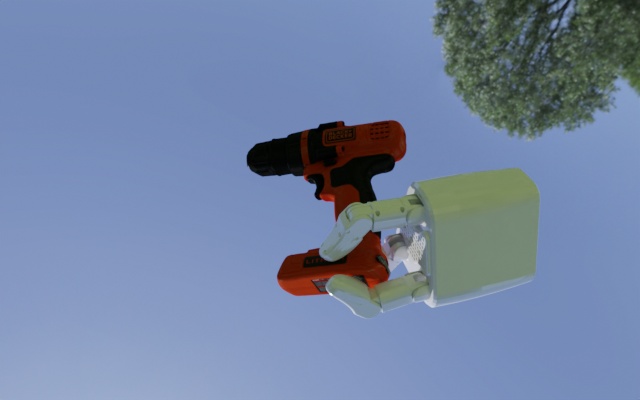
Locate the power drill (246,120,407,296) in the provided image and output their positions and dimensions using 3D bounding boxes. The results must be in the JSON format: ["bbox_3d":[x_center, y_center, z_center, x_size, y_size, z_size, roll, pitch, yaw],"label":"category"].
[{"bbox_3d":[0.000,0.002,0.500,0.184,0.187,0.057,-8,-31,17],"label":"power drill"}]
